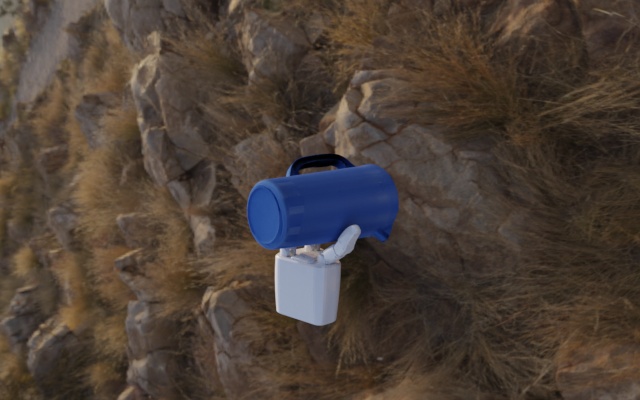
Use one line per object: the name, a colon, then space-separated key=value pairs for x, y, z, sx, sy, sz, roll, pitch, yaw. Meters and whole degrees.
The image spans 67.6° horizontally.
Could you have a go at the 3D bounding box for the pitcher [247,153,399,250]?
pitcher: x=0.000 y=0.003 z=0.801 sx=0.243 sy=0.145 sz=0.149 roll=-7 pitch=16 yaw=-40
